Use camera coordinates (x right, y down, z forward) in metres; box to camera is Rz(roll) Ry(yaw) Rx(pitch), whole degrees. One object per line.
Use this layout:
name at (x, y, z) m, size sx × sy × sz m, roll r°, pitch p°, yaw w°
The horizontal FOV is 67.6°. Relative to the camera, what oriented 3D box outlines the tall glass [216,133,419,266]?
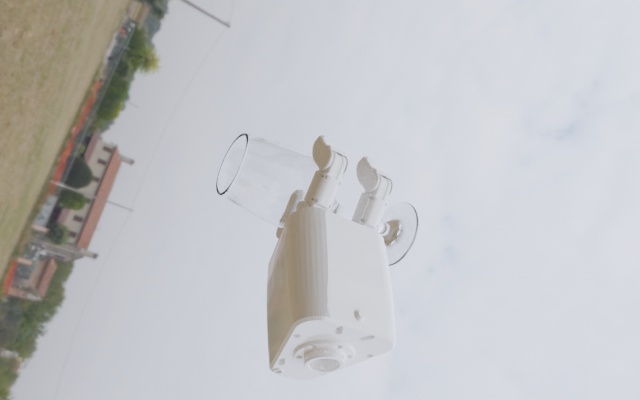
tall glass at (0.001, 0.002, 0.481) m, size 0.201 × 0.079 × 0.079 m, roll 24°, pitch -11°, yaw -26°
